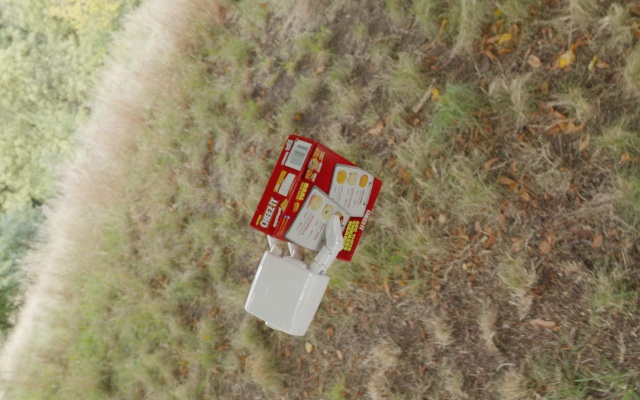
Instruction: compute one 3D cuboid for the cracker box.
[{"bbox_3d":[0.000,0.003,0.818,0.072,0.164,0.214,22,-2,40],"label":"cracker box"}]
